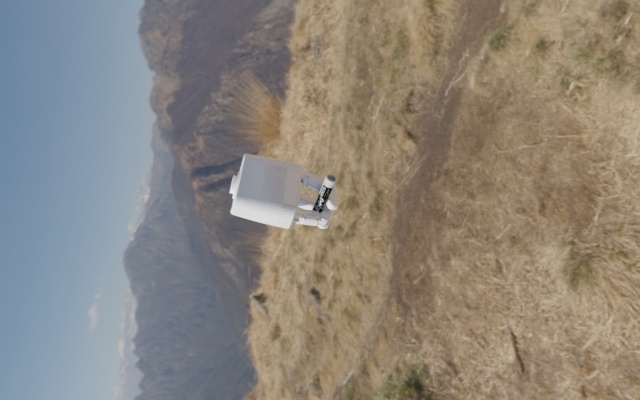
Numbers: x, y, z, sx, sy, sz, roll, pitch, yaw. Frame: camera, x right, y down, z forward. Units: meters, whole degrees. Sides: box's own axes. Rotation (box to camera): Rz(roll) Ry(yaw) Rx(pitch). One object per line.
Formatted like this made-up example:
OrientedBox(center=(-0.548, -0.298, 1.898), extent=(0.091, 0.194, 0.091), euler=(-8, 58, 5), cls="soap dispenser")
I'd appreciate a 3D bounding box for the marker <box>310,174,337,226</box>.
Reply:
OrientedBox(center=(0.000, 0.003, 0.837), extent=(0.020, 0.020, 0.121), euler=(0, -42, -24), cls="marker")
